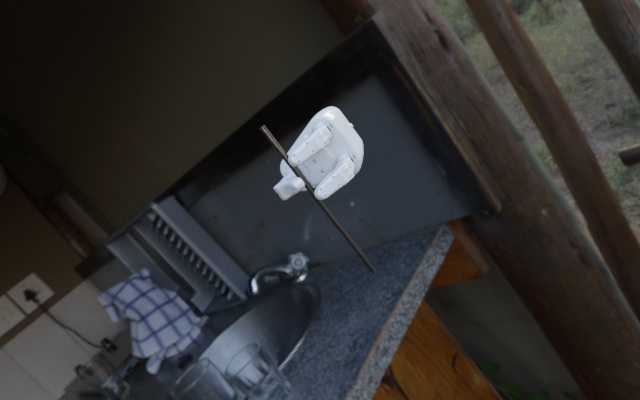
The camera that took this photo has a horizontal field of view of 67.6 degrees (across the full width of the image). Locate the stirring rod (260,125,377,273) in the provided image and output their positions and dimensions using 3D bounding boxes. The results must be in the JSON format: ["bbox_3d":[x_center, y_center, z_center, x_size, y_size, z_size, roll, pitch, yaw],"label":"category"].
[{"bbox_3d":[0.000,0.002,0.614,0.011,0.239,0.011,-36,12,9],"label":"stirring rod"}]
